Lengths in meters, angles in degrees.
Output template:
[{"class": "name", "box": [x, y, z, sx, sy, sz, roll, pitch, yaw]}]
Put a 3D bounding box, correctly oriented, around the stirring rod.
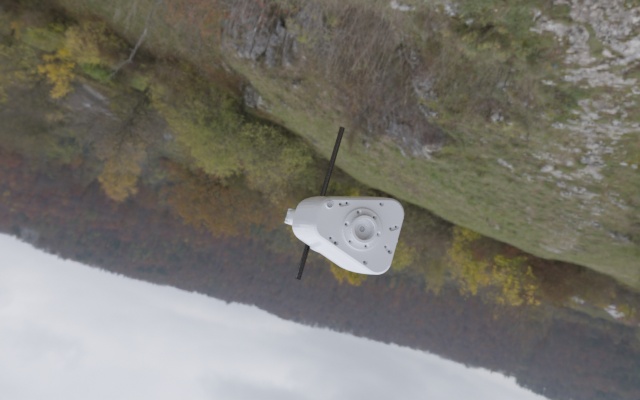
[{"class": "stirring rod", "box": [0.000, 0.002, 0.723, 0.011, 0.239, 0.011, 16, -6, 2]}]
